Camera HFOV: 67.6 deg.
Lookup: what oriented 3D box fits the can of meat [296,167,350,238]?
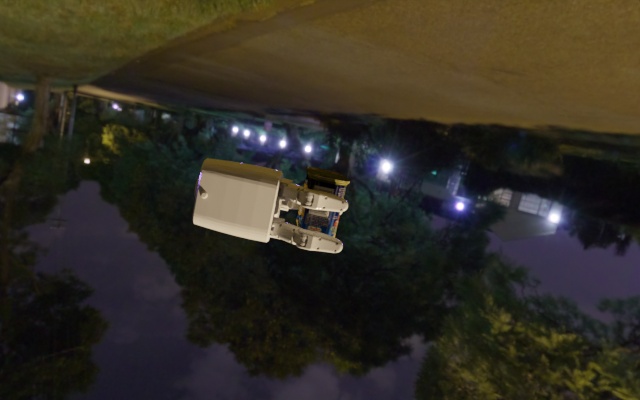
[{"bbox_3d":[0.000,0.003,0.674,0.057,0.084,0.102,12,9,-6],"label":"can of meat"}]
